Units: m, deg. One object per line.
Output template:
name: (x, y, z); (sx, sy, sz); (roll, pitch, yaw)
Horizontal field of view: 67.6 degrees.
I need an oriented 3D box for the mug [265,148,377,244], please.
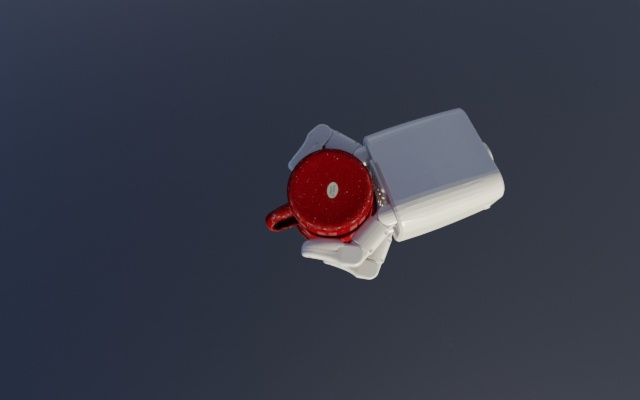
mug: (-0.001, 0.002, 0.478); (0.117, 0.093, 0.081); (-19, -13, 0)
